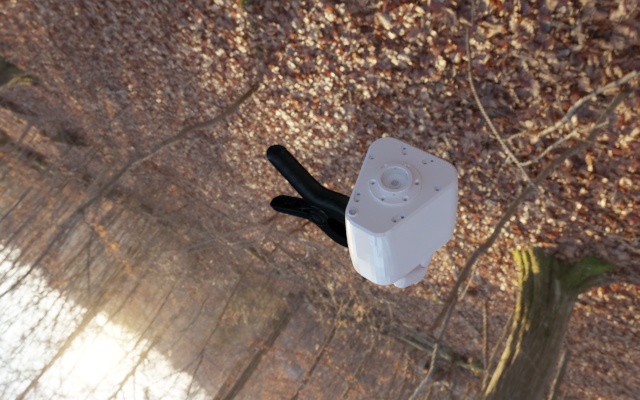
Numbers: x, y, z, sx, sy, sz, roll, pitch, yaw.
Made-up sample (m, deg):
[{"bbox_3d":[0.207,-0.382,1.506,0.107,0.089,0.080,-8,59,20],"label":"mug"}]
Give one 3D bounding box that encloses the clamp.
[{"bbox_3d":[0.000,0.002,0.569,0.171,0.039,0.120,25,-27,24],"label":"clamp"}]
